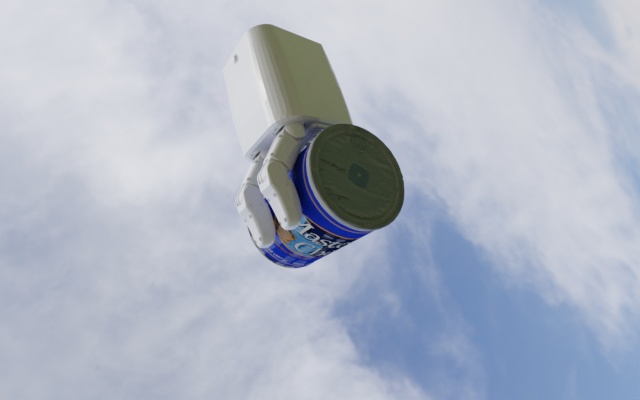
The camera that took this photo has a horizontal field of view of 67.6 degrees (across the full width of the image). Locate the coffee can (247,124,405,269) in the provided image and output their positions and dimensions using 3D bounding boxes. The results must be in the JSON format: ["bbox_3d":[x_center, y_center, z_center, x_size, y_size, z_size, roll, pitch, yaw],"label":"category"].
[{"bbox_3d":[0.000,0.002,0.478,0.103,0.102,0.140,0,-21,-33],"label":"coffee can"}]
